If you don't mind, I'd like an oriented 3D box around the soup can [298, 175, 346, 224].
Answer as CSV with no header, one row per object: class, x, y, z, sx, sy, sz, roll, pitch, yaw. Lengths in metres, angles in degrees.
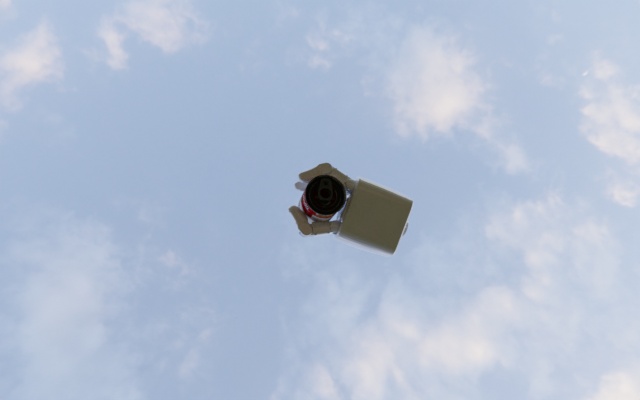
soup can,0.000,0.003,0.815,0.068,0.068,0.102,0,-14,-10
